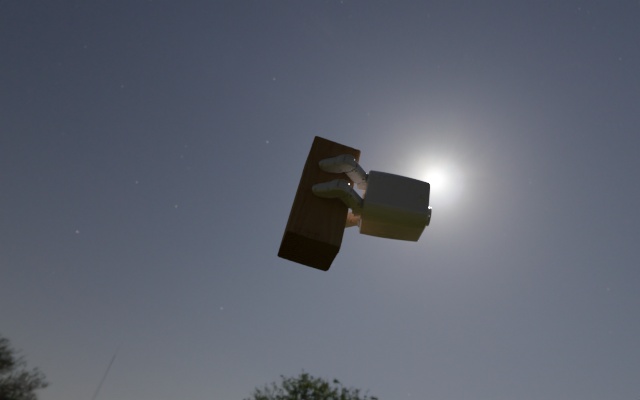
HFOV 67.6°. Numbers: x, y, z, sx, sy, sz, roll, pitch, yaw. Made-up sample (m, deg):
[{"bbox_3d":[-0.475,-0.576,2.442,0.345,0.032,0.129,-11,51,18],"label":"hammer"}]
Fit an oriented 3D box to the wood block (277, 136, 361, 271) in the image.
[{"bbox_3d":[0.000,0.003,0.820,0.090,0.206,0.091,18,-37,-4],"label":"wood block"}]
